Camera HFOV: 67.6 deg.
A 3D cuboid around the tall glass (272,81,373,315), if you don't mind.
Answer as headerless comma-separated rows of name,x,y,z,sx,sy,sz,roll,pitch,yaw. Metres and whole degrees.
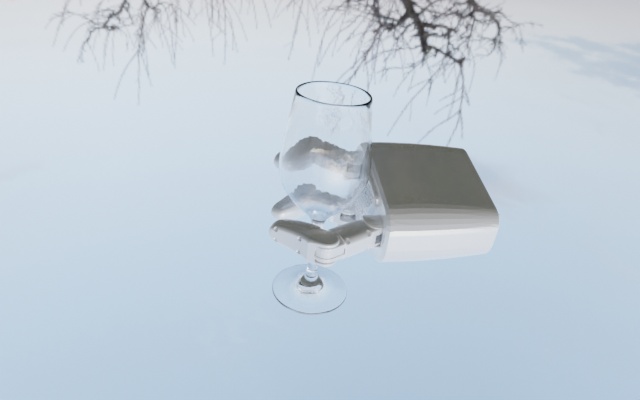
tall glass,0.000,0.002,0.423,0.079,0.201,0.079,5,30,-3
